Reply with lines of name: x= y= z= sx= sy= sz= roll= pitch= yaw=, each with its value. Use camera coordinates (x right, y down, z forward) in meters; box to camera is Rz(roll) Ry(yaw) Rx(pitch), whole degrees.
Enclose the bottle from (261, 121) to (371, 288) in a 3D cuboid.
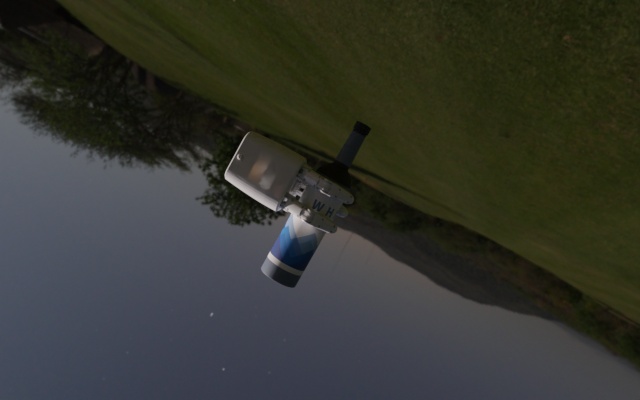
bottle: x=0.000 y=0.003 z=0.800 sx=0.069 sy=0.296 sz=0.069 roll=29 pitch=4 yaw=-2
